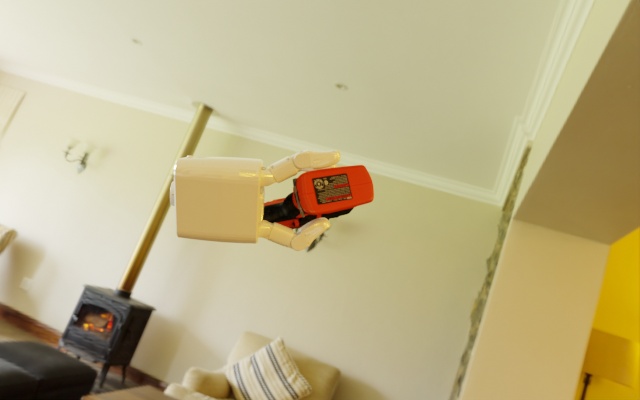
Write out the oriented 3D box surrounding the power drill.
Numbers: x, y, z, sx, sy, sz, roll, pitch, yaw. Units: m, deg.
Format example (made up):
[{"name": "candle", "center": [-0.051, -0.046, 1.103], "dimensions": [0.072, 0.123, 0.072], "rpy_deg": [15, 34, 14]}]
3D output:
[{"name": "power drill", "center": [0.000, 0.002, 0.691], "dimensions": [0.184, 0.057, 0.188], "rpy_deg": [-12, -9, -26]}]
